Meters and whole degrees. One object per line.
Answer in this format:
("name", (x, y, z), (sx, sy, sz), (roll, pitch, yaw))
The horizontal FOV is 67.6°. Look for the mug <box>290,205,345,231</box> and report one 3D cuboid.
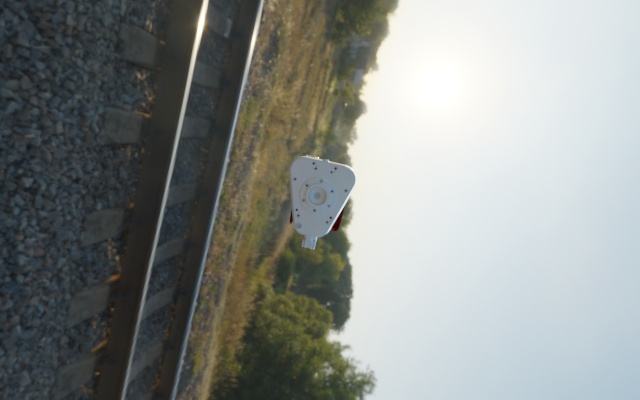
("mug", (0.000, 0.003, 0.810), (0.081, 0.093, 0.117), (14, 4, 1))
